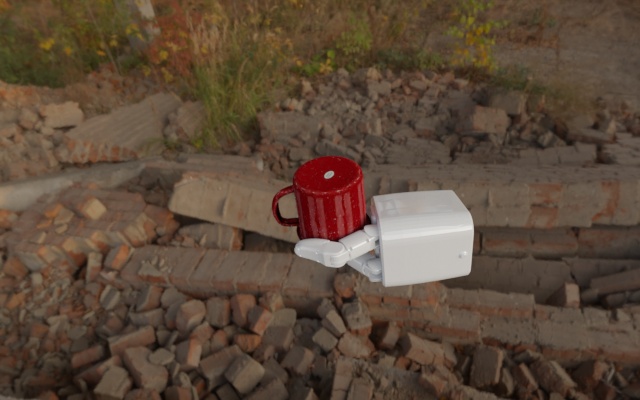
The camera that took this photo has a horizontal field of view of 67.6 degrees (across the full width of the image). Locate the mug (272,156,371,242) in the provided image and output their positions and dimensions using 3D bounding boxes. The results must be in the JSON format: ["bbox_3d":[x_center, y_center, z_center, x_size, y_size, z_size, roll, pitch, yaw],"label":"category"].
[{"bbox_3d":[-0.001,0.002,0.568,0.117,0.082,0.093,-6,37,3],"label":"mug"}]
